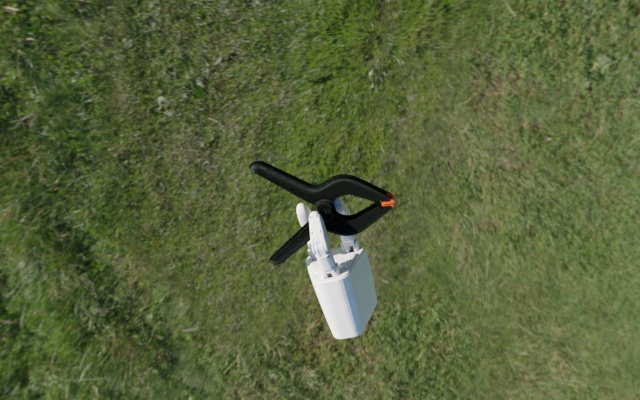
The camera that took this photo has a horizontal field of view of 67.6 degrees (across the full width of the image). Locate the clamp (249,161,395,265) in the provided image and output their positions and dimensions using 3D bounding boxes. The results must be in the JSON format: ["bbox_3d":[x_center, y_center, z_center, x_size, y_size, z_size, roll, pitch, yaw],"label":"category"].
[{"bbox_3d":[0.001,0.003,0.699,0.210,0.165,0.036,-13,19,11],"label":"clamp"}]
